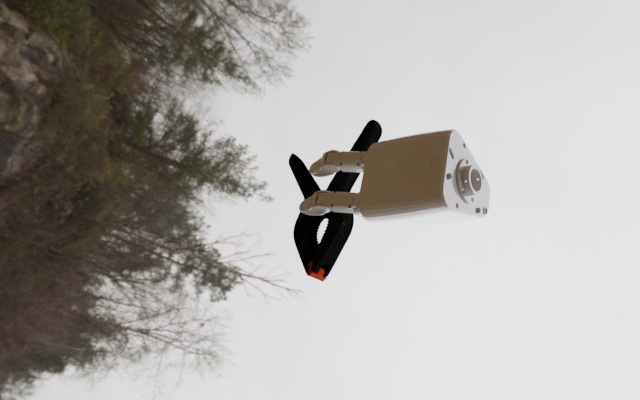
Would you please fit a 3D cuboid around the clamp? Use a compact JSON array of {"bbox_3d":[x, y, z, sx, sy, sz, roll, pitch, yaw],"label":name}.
[{"bbox_3d":[0.001,0.003,0.635,0.036,0.210,0.164,29,-26,-38],"label":"clamp"}]
